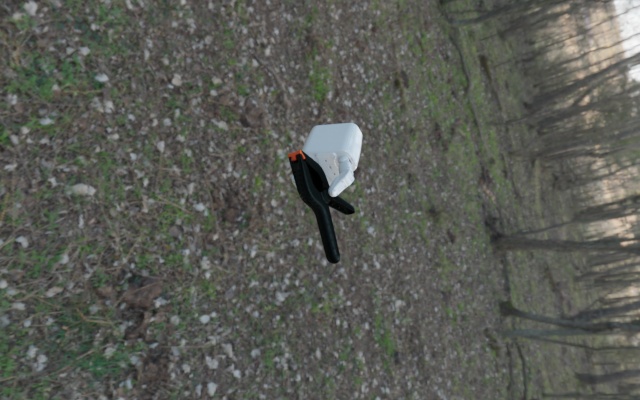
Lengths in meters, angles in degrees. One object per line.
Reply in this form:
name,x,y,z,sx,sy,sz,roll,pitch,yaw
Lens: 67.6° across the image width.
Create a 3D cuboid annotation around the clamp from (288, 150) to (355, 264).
clamp,0.001,0.002,0.883,0.036,0.210,0.164,-17,35,26
